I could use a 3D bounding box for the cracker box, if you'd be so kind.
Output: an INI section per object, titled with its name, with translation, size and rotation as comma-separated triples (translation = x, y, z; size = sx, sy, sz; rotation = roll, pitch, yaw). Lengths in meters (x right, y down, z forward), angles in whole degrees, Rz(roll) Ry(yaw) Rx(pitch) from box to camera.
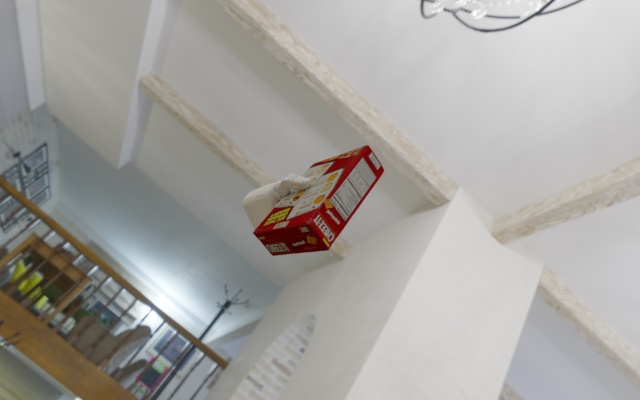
[cracker box]
translation = 0.000, 0.003, 0.876
size = 0.164, 0.072, 0.213
rotation = -13, 31, 49
